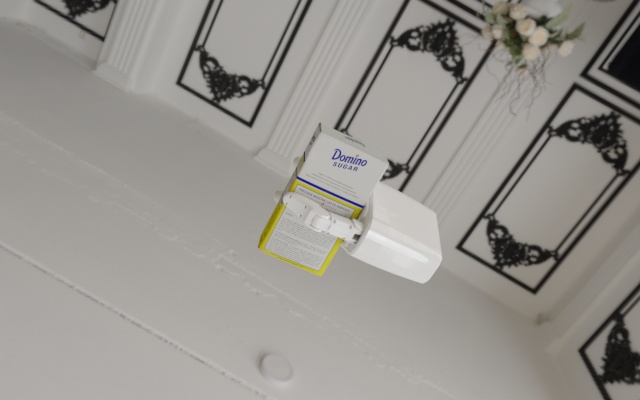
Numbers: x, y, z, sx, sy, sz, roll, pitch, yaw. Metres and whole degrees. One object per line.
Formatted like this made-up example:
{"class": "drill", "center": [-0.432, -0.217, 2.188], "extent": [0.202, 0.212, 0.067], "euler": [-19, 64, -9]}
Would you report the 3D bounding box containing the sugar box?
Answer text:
{"class": "sugar box", "center": [0.000, 0.002, 0.594], "extent": [0.093, 0.176, 0.048], "euler": [25, 20, -13]}
